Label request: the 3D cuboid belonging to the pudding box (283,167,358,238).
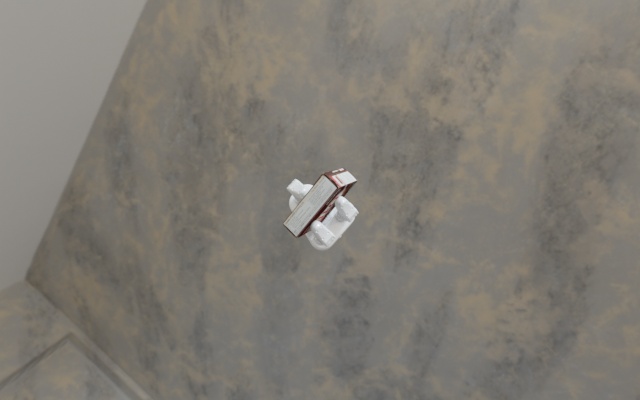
[{"bbox_3d":[0.000,0.002,0.762,0.039,0.113,0.090,41,22,10],"label":"pudding box"}]
